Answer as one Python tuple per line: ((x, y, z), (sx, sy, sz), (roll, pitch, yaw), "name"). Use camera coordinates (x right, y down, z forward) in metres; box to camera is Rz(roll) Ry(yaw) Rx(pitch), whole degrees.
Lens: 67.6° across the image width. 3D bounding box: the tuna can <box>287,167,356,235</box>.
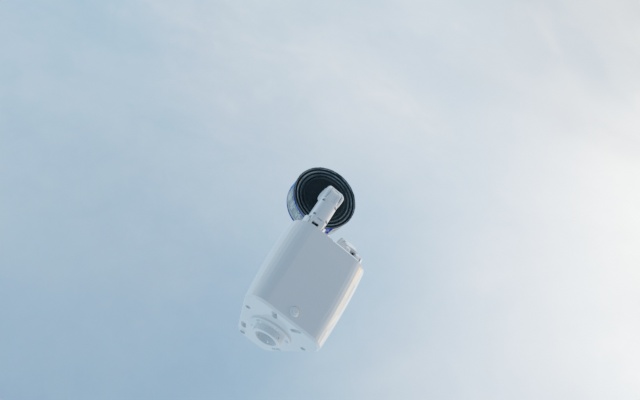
((0.000, 0.002, 0.619), (0.086, 0.086, 0.034), (0, -24, -26), "tuna can")
